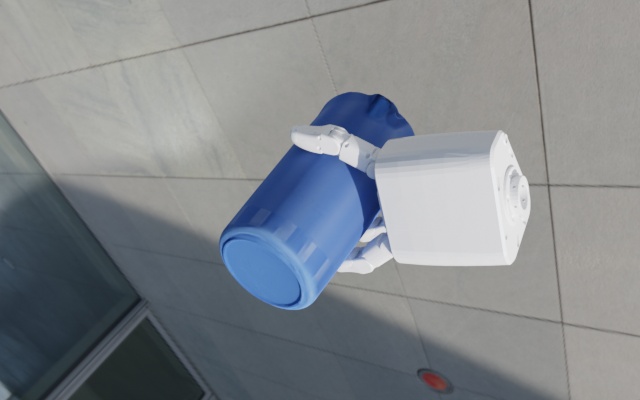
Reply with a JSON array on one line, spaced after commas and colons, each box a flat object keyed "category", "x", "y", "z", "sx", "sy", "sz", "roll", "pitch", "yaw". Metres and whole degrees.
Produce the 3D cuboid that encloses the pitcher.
[{"category": "pitcher", "x": 0.000, "y": 0.002, "z": 0.525, "sx": 0.145, "sy": 0.149, "sz": 0.242, "roll": -1, "pitch": 37, "yaw": 37}]
